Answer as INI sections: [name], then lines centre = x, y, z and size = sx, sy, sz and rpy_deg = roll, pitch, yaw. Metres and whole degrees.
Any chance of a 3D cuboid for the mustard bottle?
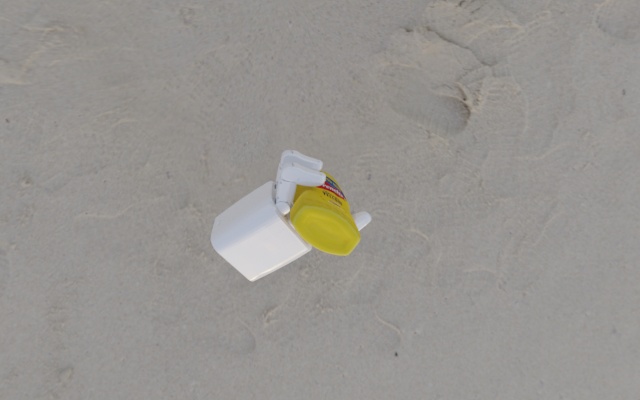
[mustard bottle]
centre = 0.000, 0.002, 0.697
size = 0.096, 0.058, 0.191
rpy_deg = 30, 18, -17
